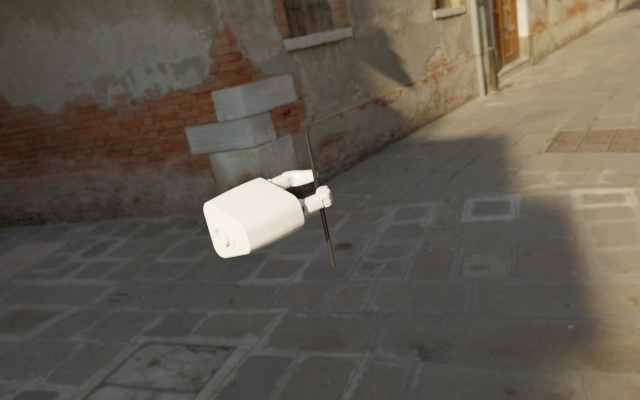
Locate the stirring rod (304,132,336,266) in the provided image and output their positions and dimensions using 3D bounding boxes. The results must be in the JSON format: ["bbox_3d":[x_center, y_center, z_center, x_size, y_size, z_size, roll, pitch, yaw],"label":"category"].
[{"bbox_3d":[0.000,0.003,0.804,0.011,0.240,0.011,-11,18,4],"label":"stirring rod"}]
